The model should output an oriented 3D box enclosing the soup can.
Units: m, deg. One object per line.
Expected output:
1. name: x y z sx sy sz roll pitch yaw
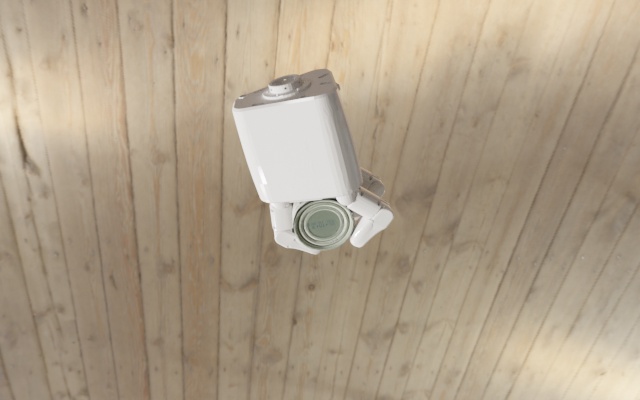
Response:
1. soup can: 0.000 0.002 0.550 0.068 0.068 0.102 0 30 -5
